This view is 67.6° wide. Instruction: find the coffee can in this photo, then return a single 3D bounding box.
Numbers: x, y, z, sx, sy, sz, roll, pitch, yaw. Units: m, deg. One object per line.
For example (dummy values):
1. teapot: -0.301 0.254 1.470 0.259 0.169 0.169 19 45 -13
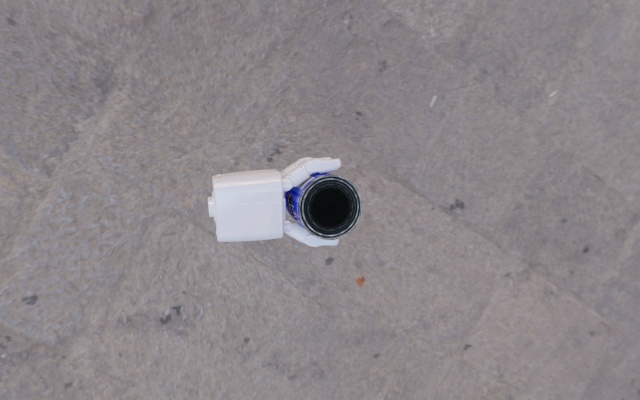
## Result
1. coffee can: 0.000 0.003 0.803 0.103 0.103 0.140 0 7 -14
